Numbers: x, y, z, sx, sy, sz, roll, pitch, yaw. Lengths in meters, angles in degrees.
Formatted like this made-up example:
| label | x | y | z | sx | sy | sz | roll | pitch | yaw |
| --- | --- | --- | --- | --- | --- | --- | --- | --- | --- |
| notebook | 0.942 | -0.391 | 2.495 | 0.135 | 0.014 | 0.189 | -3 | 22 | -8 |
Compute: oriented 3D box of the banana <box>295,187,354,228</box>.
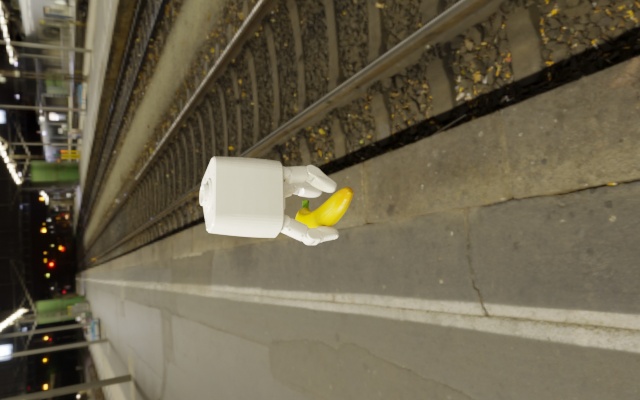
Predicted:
| label | x | y | z | sx | sy | sz | roll | pitch | yaw |
| --- | --- | --- | --- | --- | --- | --- | --- | --- | --- |
| banana | -0.003 | 0.021 | 0.796 | 0.037 | 0.069 | 0.198 | 11 | -10 | -23 |
